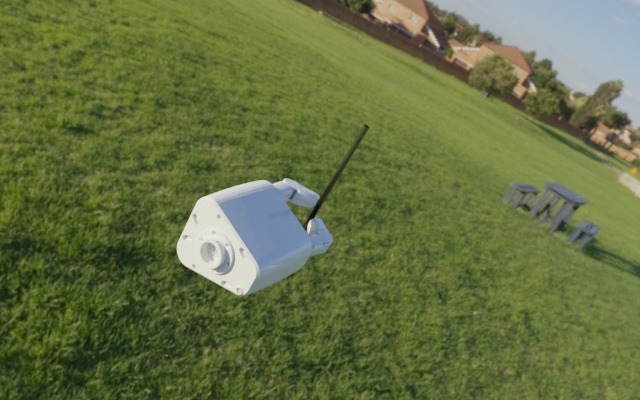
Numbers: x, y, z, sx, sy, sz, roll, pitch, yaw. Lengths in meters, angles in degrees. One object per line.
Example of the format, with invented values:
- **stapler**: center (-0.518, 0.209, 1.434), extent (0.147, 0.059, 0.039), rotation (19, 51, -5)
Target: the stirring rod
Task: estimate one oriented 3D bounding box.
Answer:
- **stirring rod**: center (0.000, 0.002, 0.637), extent (0.011, 0.240, 0.011), rotation (25, 25, -13)
